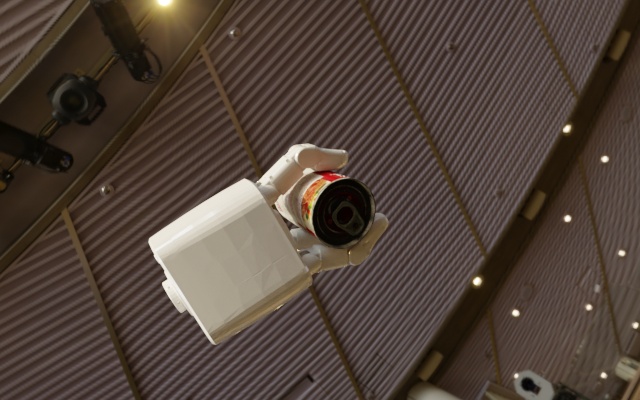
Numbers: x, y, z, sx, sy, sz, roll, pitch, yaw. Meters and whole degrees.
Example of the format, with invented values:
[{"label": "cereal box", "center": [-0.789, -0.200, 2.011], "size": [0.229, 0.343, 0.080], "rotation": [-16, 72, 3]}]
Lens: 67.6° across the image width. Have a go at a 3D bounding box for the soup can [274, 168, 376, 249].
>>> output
[{"label": "soup can", "center": [0.000, 0.001, 0.483], "size": [0.068, 0.068, 0.102], "rotation": [0, 13, -27]}]
